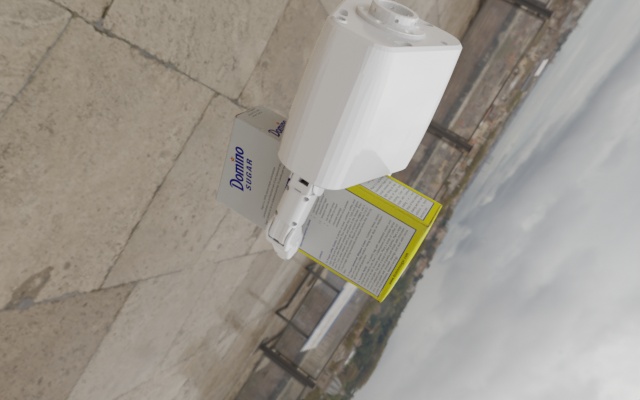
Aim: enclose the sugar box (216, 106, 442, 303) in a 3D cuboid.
[{"bbox_3d":[0.000,0.001,0.403,0.176,0.093,0.048,33,37,14],"label":"sugar box"}]
